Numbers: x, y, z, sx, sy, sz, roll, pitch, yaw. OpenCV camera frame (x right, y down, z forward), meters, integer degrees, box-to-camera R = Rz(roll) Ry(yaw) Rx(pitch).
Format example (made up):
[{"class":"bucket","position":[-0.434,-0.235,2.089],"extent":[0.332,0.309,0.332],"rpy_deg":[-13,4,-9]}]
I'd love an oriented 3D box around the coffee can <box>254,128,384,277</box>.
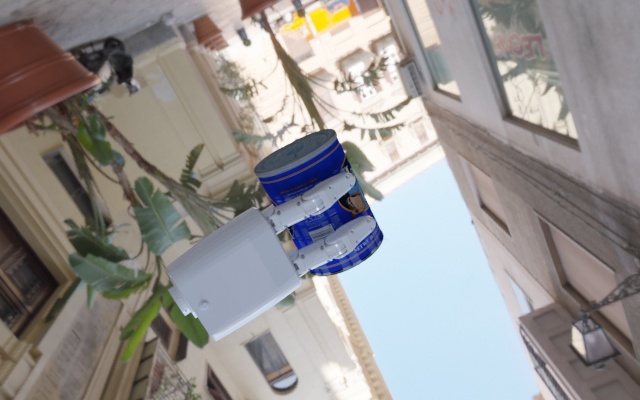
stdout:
[{"class":"coffee can","position":[0.000,0.002,0.558],"extent":[0.103,0.140,0.102],"rpy_deg":[-24,18,9]}]
